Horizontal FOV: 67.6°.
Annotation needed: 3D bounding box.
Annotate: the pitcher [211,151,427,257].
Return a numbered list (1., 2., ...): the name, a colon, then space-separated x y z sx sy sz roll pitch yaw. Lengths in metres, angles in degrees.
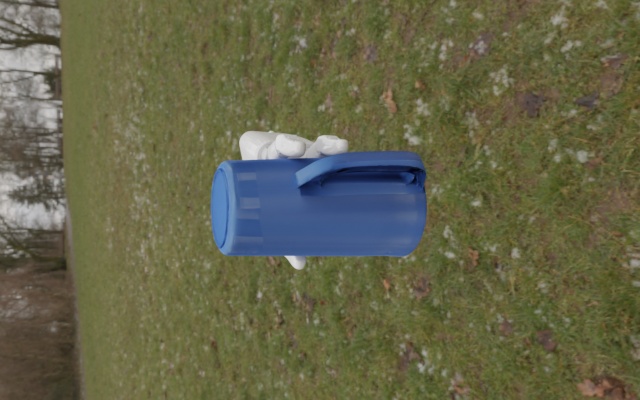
1. pitcher: 0.000 0.002 0.576 0.243 0.149 0.145 0 16 -23
